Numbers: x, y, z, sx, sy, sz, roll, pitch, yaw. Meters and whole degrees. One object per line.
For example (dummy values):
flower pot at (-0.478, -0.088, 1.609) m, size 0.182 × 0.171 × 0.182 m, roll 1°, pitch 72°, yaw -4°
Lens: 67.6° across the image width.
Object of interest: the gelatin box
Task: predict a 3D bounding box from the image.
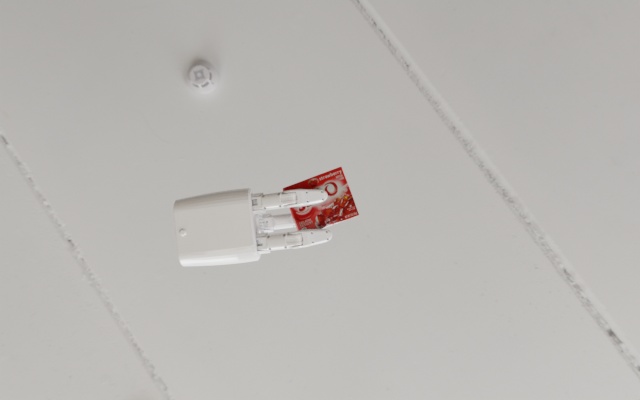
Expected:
gelatin box at (0.000, 0.002, 0.671) m, size 0.089 × 0.073 × 0.030 m, roll -20°, pitch -3°, yaw -5°
